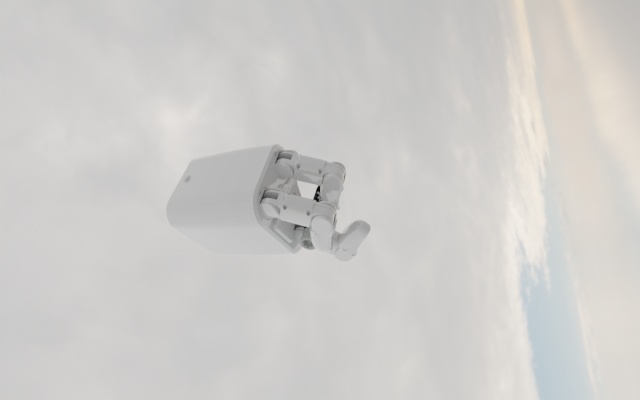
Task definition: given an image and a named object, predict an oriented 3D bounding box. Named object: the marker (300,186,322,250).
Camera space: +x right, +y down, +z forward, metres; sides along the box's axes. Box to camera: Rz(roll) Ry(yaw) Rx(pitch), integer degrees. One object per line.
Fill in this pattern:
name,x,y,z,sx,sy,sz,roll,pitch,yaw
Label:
marker,0.000,0.002,0.520,0.020,0.121,0.020,8,-43,8
